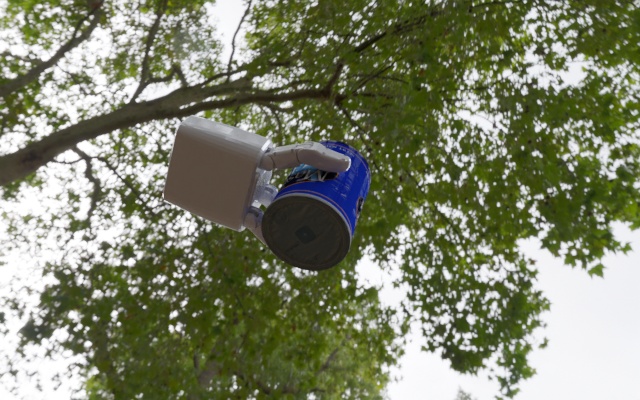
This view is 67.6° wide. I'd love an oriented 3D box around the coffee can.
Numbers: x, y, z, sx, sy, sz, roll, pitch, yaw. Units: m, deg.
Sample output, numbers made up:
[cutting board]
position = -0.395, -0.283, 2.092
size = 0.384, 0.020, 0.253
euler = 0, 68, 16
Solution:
[coffee can]
position = 0.000, 0.002, 0.582
size = 0.103, 0.103, 0.140
euler = 0, 32, 17
